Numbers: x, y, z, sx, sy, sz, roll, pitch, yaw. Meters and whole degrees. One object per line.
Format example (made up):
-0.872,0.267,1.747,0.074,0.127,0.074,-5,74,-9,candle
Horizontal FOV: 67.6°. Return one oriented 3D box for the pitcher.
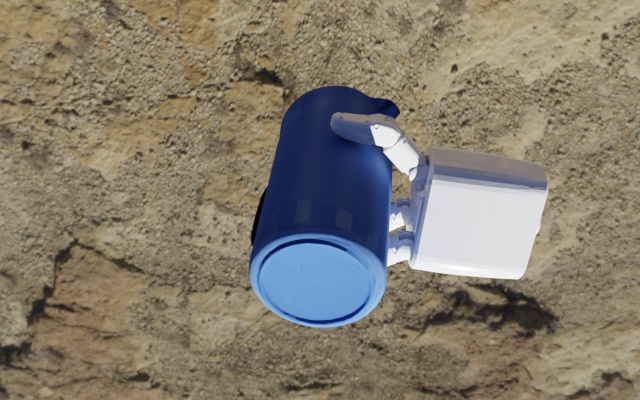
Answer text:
0.000,0.001,0.465,0.145,0.149,0.242,8,36,1,pitcher
